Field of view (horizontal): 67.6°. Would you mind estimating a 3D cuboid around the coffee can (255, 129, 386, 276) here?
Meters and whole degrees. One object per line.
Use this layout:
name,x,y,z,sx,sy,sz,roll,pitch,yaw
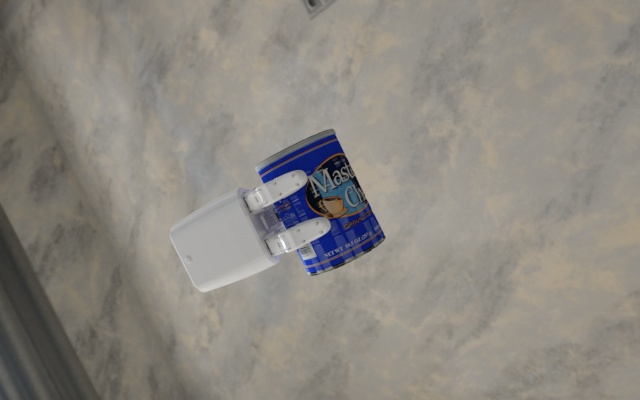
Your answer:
coffee can,0.000,0.002,0.558,0.103,0.140,0.103,-26,2,1
